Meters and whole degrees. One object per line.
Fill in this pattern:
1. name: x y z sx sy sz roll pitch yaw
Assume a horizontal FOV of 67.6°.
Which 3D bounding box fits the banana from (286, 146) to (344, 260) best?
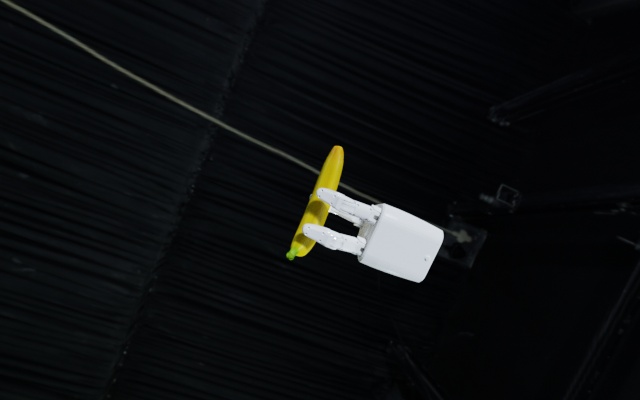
1. banana: -0.003 0.010 0.765 0.037 0.197 0.070 22 -14 0
